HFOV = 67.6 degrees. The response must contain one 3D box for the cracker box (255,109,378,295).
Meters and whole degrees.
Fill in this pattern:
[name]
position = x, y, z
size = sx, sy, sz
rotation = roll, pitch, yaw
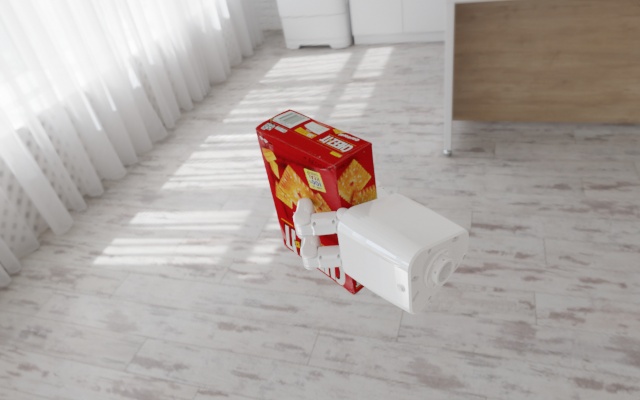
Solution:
[cracker box]
position = 0.000, 0.002, 0.649
size = 0.072, 0.214, 0.164
rotation = -32, 41, -28
